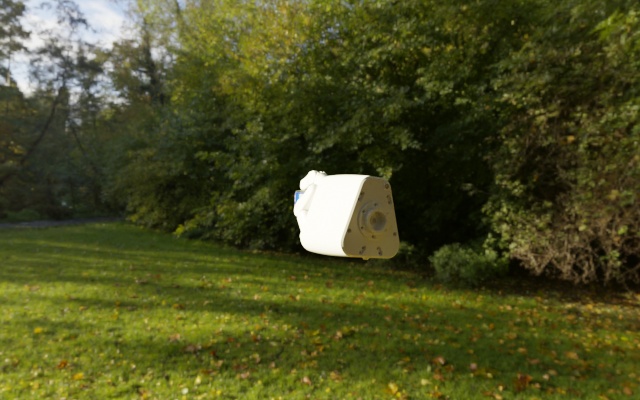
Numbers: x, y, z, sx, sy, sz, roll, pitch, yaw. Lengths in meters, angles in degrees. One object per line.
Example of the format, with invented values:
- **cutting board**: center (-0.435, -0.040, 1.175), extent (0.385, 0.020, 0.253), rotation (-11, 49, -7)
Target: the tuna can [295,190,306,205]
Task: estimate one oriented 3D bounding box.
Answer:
- **tuna can**: center (0.000, 0.002, 0.780), extent (0.086, 0.034, 0.086), rotation (1, -3, 0)
